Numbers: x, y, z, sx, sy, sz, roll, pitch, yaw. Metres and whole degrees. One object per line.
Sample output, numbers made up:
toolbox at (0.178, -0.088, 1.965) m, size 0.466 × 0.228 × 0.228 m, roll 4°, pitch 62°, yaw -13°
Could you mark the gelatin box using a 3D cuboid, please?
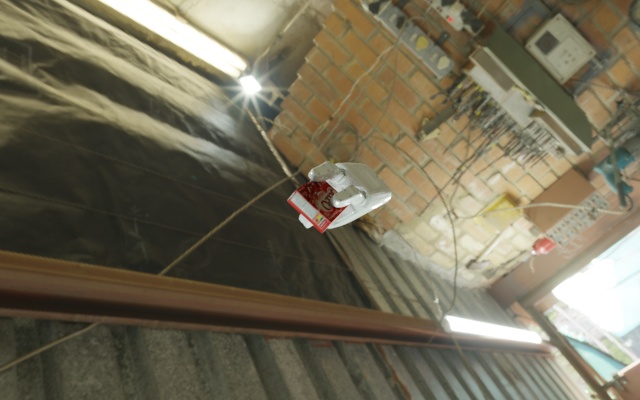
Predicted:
gelatin box at (0.000, 0.003, 0.749) m, size 0.030 × 0.073 × 0.089 m, roll -49°, pitch -5°, yaw 30°
